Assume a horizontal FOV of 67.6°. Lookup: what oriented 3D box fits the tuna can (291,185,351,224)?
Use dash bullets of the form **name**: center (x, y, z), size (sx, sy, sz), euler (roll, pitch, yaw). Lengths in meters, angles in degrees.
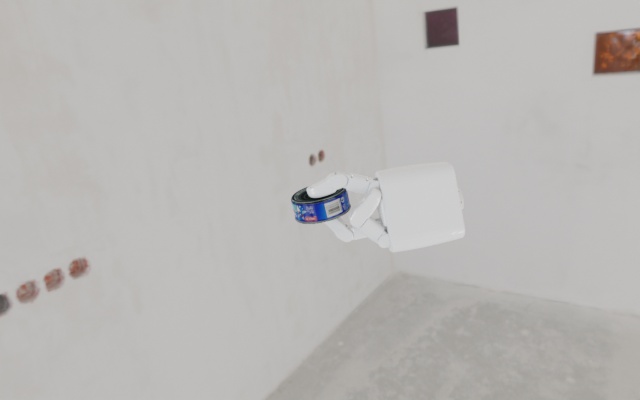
- **tuna can**: center (0.000, 0.002, 0.710), size (0.086, 0.034, 0.086), euler (-12, 19, 4)
